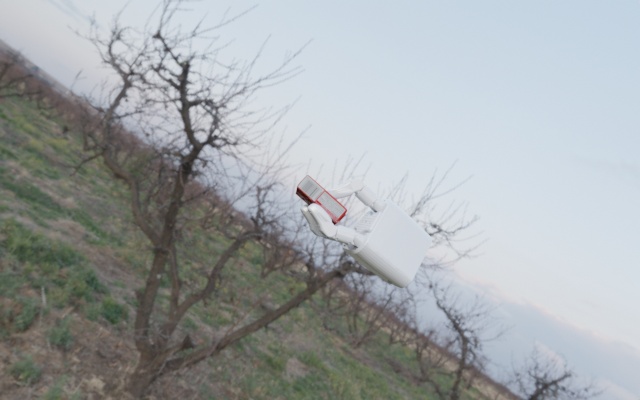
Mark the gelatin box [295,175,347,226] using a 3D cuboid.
[{"bbox_3d":[0.000,0.002,0.787,0.089,0.030,0.073,42,-9,2],"label":"gelatin box"}]
